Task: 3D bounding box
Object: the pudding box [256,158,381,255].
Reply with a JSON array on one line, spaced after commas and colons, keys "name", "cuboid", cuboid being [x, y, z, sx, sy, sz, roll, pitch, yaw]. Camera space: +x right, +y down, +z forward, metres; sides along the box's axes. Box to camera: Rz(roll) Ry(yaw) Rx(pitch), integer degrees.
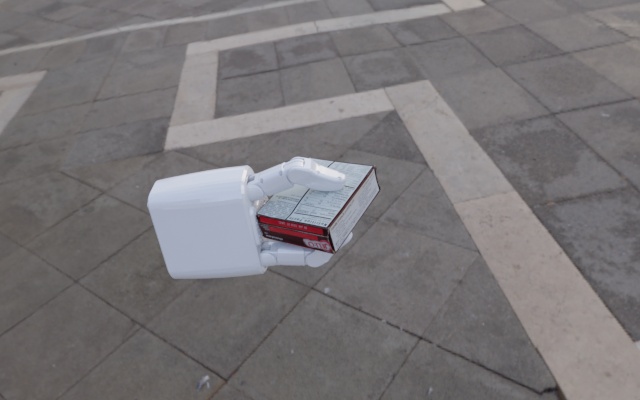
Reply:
[{"name": "pudding box", "cuboid": [0.000, 0.002, 0.509, 0.090, 0.039, 0.113, 11, 44, 30]}]
